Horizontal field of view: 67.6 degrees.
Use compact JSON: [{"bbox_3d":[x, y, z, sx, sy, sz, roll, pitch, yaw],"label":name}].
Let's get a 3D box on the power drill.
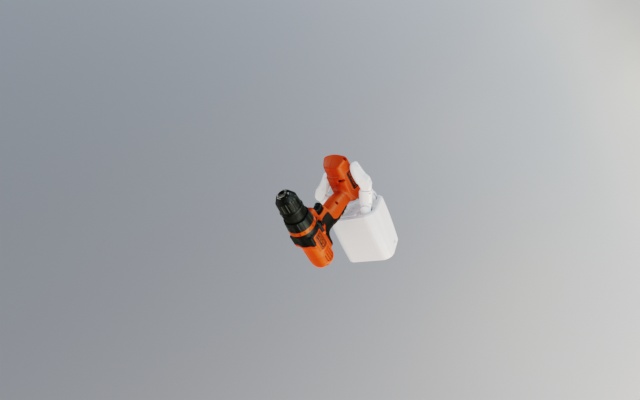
[{"bbox_3d":[0.000,0.003,0.884,0.057,0.187,0.185,6,-41,35],"label":"power drill"}]
